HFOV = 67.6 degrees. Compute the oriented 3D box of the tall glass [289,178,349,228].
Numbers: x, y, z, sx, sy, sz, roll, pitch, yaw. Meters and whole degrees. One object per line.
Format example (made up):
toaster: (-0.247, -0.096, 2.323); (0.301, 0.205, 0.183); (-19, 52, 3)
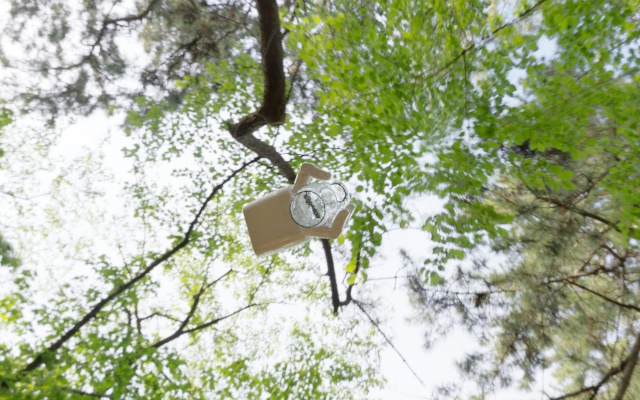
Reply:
tall glass: (0.000, 0.003, 0.880); (0.079, 0.079, 0.201); (0, 7, 13)
